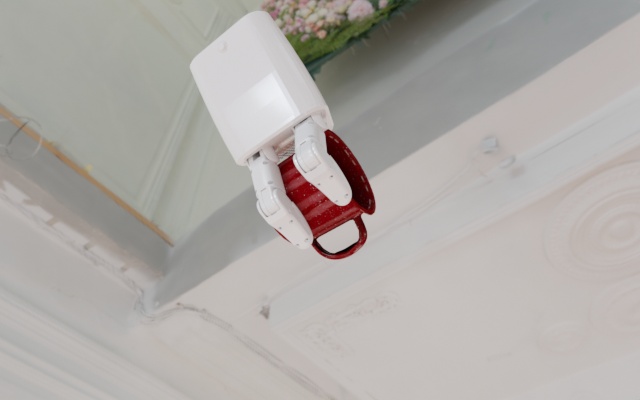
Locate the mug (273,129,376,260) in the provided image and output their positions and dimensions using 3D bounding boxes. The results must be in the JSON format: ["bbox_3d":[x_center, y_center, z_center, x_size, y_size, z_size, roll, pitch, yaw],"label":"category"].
[{"bbox_3d":[0.001,0.003,0.457,0.081,0.117,0.093,-31,-6,20],"label":"mug"}]
